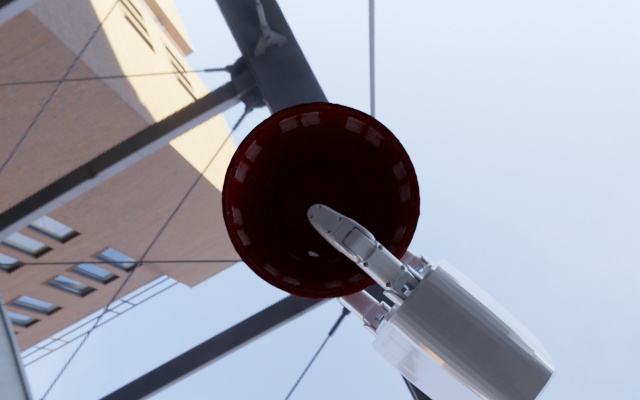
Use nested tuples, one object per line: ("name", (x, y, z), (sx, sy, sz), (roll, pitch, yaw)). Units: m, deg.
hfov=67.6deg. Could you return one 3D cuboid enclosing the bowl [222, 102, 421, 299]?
("bowl", (-0.001, 0.000, 0.411), (0.162, 0.162, 0.055), (0, -9, -3))
